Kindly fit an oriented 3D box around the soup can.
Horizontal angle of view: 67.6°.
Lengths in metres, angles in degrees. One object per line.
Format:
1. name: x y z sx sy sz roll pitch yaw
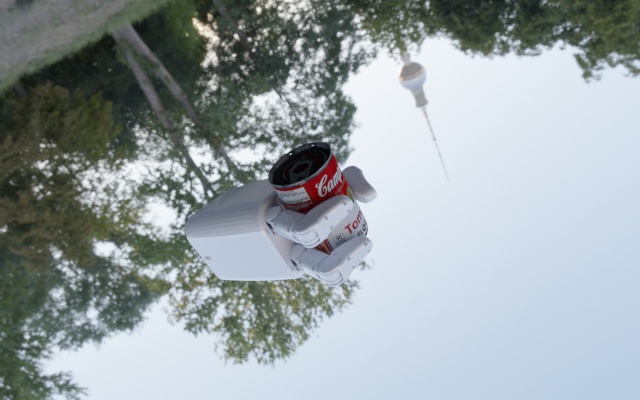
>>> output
1. soup can: 0.001 0.002 0.485 0.068 0.102 0.068 -20 33 14
